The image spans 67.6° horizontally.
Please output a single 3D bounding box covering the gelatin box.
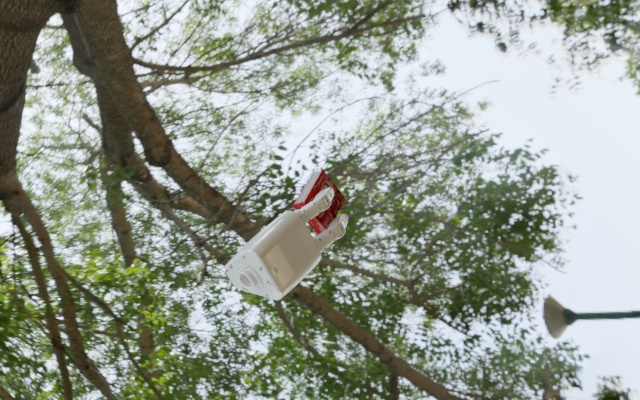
[{"bbox_3d":[0.000,0.003,0.826,0.030,0.073,0.089,-17,32,40],"label":"gelatin box"}]
